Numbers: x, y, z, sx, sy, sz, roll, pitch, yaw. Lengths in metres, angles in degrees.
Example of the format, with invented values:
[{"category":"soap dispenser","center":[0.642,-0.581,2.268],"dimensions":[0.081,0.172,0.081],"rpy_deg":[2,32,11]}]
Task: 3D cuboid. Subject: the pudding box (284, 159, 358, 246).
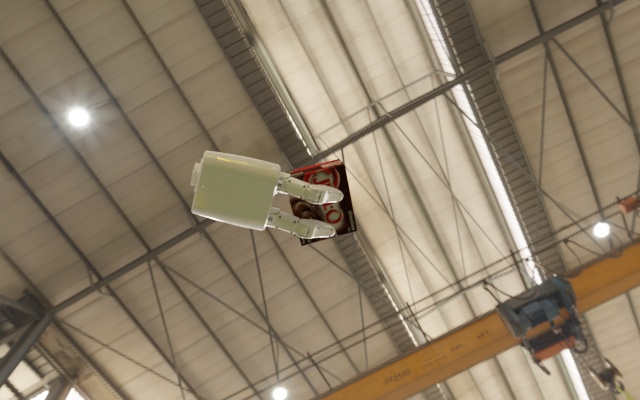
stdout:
[{"category":"pudding box","center":[0.000,0.002,0.715],"dimensions":[0.090,0.113,0.039],"rpy_deg":[-15,23,-5]}]
